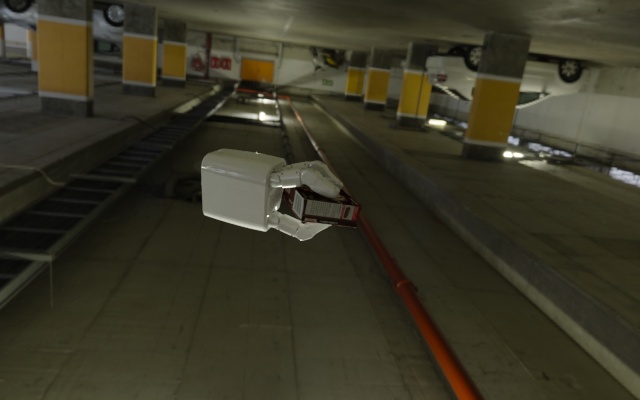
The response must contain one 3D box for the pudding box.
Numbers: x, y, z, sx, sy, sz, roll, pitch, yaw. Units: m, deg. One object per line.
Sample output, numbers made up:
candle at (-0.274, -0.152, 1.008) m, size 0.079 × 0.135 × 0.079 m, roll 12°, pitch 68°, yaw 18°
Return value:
pudding box at (0.000, 0.003, 0.722) m, size 0.090 × 0.039 × 0.113 m, roll 7°, pitch 17°, yaw -19°
